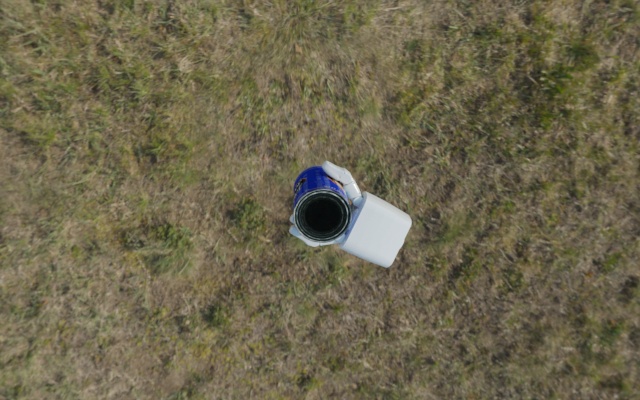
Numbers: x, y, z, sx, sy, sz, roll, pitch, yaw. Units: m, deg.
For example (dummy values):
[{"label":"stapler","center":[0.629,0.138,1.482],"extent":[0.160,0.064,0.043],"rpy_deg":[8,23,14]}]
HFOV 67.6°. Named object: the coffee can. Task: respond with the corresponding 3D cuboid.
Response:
[{"label":"coffee can","center":[0.000,0.003,0.889],"extent":[0.103,0.103,0.140],"rpy_deg":[0,21,-3]}]
